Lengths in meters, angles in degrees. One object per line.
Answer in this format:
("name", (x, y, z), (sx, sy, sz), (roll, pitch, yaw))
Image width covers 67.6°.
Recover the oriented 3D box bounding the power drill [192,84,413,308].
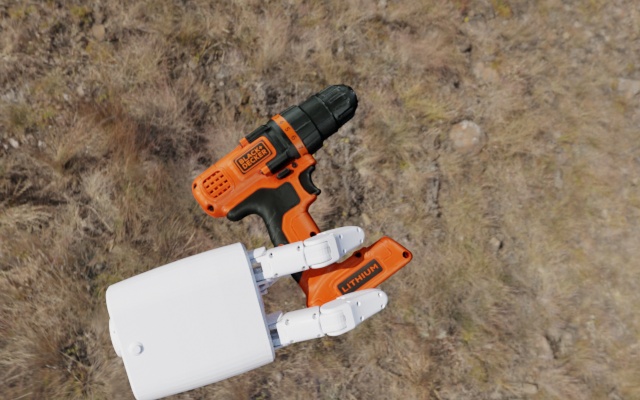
("power drill", (0.000, 0.002, 0.450), (0.184, 0.187, 0.057), (-37, -11, -4))
